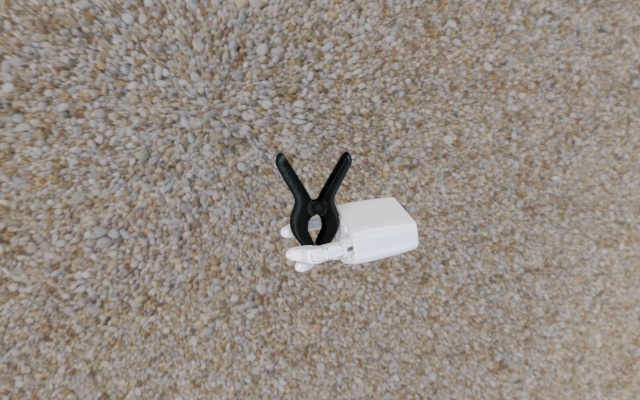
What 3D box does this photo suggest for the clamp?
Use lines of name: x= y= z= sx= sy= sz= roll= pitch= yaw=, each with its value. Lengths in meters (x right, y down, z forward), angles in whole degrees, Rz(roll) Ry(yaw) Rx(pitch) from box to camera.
clamp: x=0.000 y=0.003 z=0.736 sx=0.120 sy=0.171 sz=0.039 roll=-11 pitch=13 yaw=-13
